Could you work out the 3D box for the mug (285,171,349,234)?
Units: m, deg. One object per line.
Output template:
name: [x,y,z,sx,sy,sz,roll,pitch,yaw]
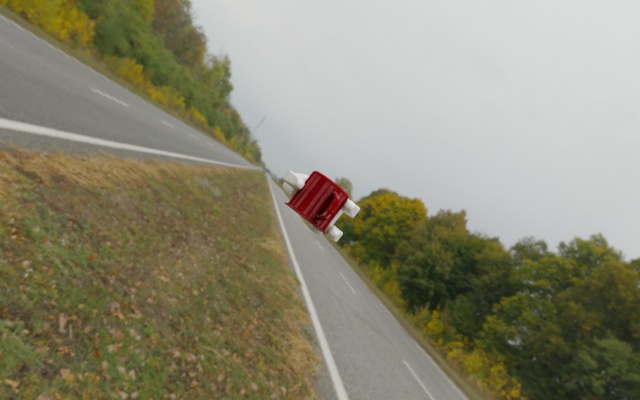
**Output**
mug: [0.001,0.003,0.845,0.093,0.081,0.117,39,-3,-20]
